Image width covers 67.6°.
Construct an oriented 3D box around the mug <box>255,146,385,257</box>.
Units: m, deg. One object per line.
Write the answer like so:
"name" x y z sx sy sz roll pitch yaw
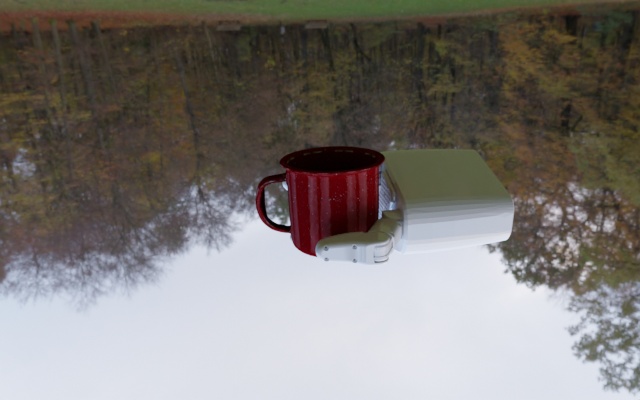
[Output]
"mug" -0.001 0.002 0.433 0.117 0.081 0.093 -4 19 -6
